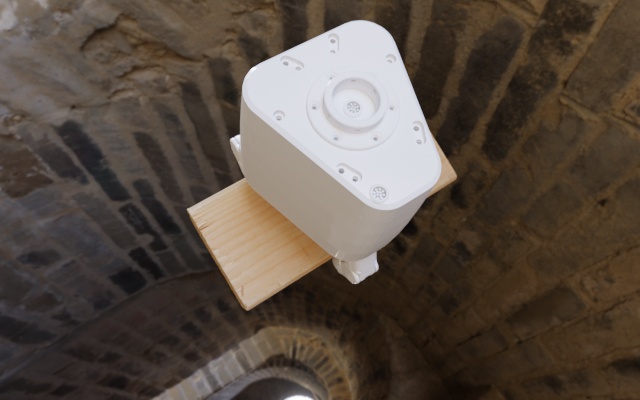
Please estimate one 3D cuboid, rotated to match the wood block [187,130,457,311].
[{"bbox_3d":[0.000,0.002,0.420,0.206,0.091,0.090,-30,-3,-15],"label":"wood block"}]
